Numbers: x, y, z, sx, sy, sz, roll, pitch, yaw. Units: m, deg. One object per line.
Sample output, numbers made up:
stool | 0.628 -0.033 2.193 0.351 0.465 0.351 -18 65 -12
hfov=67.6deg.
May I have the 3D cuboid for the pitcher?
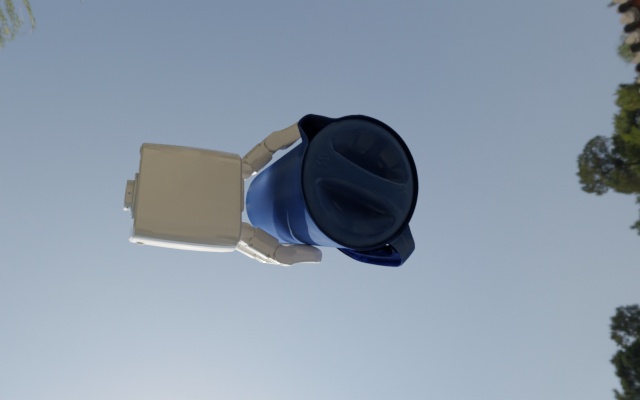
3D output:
pitcher | 0.000 0.002 0.567 0.145 0.149 0.243 4 -8 -24
